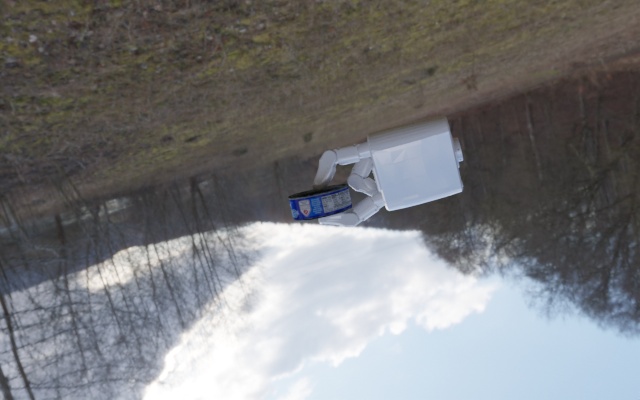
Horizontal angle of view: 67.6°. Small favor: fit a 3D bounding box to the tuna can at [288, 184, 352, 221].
[{"bbox_3d":[0.000,0.003,0.664,0.086,0.034,0.086,-12,6,1],"label":"tuna can"}]
